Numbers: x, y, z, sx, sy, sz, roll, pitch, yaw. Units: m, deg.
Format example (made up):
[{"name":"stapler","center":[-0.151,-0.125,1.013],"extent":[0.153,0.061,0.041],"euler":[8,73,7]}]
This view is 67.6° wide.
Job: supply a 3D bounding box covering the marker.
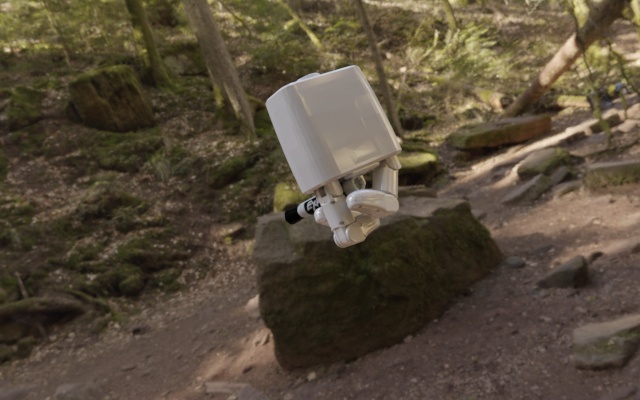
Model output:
[{"name":"marker","center":[0.000,0.002,0.521],"extent":[0.020,0.020,0.121],"euler":[0,-19,-42]}]
